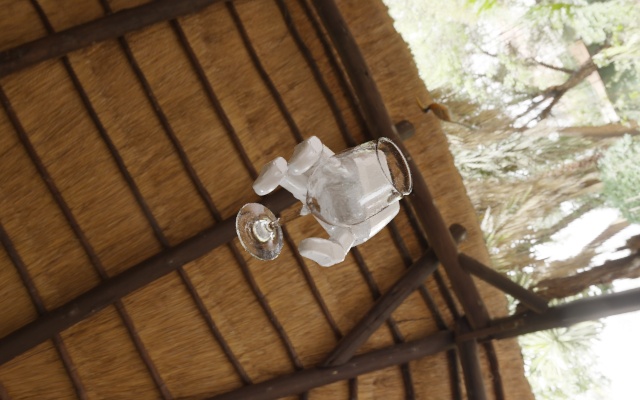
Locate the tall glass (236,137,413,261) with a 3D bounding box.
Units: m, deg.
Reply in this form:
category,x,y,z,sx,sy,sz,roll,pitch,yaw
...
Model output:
category,x,y,z,sx,sy,sz,roll,pitch,yaw
tall glass,0.000,0.002,0.526,0.201,0.079,0.079,-26,-16,35
